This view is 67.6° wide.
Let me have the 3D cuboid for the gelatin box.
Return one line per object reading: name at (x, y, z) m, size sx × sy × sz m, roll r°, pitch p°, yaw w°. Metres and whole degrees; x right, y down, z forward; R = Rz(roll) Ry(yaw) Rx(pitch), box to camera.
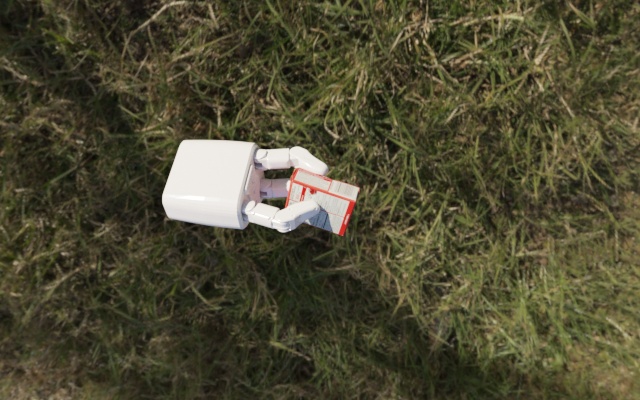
gelatin box at (0.000, 0.002, 0.633) m, size 0.089 × 0.030 × 0.073 m, roll 18°, pitch -43°, yaw 3°
